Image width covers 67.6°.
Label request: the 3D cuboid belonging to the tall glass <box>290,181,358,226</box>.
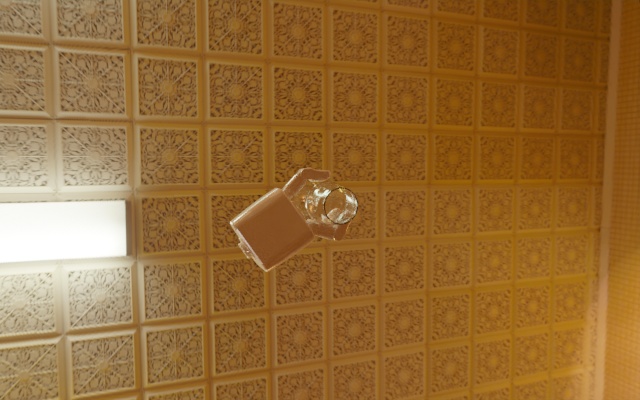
[{"bbox_3d":[0.000,0.003,0.877,0.079,0.079,0.201,0,3,-20],"label":"tall glass"}]
